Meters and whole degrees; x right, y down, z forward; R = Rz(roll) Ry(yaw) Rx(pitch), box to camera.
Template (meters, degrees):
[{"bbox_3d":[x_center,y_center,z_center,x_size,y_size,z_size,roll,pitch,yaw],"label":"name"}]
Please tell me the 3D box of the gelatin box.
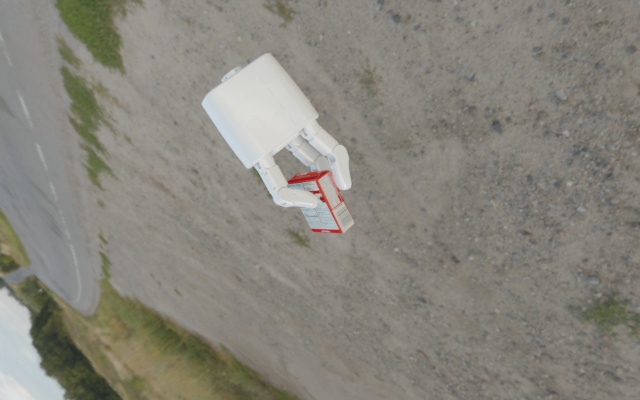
[{"bbox_3d":[0.000,0.003,0.671,0.030,0.089,0.073,-37,19,-31],"label":"gelatin box"}]
